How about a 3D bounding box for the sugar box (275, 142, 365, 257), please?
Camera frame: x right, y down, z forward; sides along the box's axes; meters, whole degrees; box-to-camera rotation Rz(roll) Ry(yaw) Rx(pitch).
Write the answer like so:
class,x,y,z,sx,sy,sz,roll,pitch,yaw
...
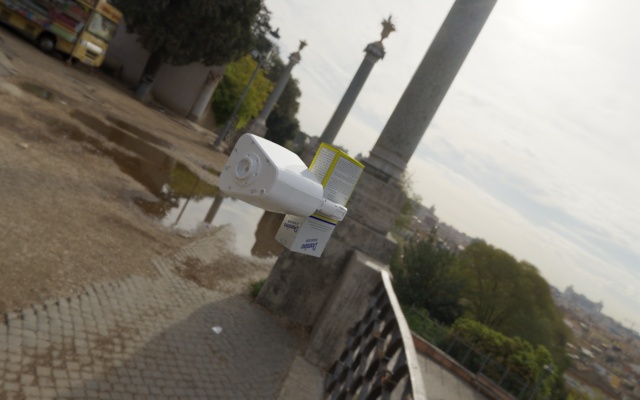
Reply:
class,x,y,z,sx,sy,sz,roll,pitch,yaw
sugar box,0.000,0.002,0.785,0.048,0.176,0.093,32,5,35
